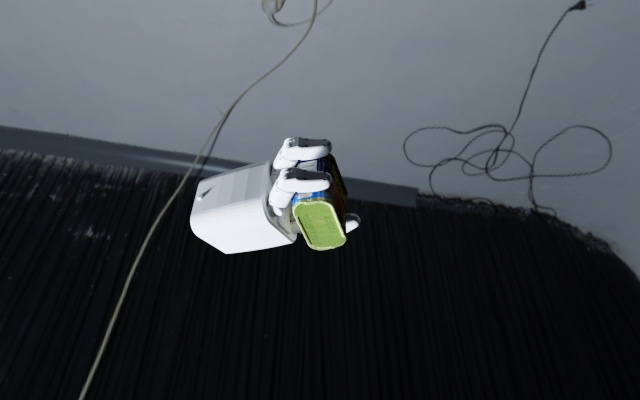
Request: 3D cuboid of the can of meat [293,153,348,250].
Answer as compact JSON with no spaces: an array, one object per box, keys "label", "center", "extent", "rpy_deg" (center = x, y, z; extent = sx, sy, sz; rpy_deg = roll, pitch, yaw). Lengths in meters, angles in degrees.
[{"label":"can of meat","center":[0.000,0.002,0.616],"extent":[0.057,0.083,0.102],"rpy_deg":[-11,-43,13]}]
